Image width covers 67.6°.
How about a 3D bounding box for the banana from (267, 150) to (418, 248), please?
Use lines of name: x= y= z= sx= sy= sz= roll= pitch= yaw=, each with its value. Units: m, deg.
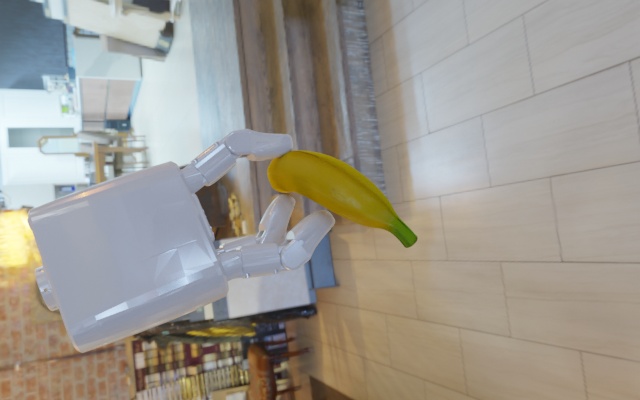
banana: x=-0.005 y=-0.012 z=0.404 sx=0.037 sy=0.070 sz=0.197 roll=-37 pitch=33 yaw=-18
